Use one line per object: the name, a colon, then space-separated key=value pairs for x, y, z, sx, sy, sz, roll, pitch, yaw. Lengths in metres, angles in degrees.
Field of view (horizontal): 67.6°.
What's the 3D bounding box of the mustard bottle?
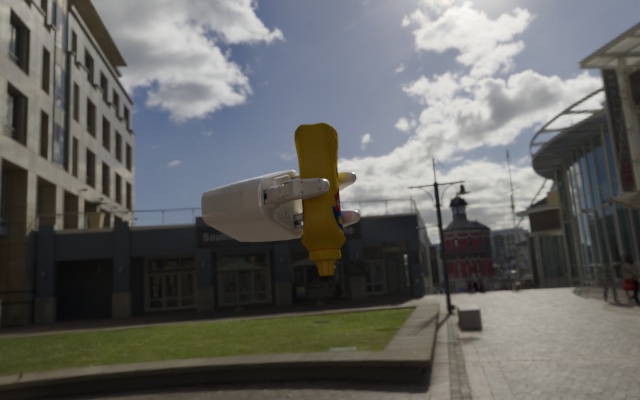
mustard bottle: x=0.000 y=0.002 z=0.625 sx=0.058 sy=0.191 sz=0.096 roll=-4 pitch=-9 yaw=4
